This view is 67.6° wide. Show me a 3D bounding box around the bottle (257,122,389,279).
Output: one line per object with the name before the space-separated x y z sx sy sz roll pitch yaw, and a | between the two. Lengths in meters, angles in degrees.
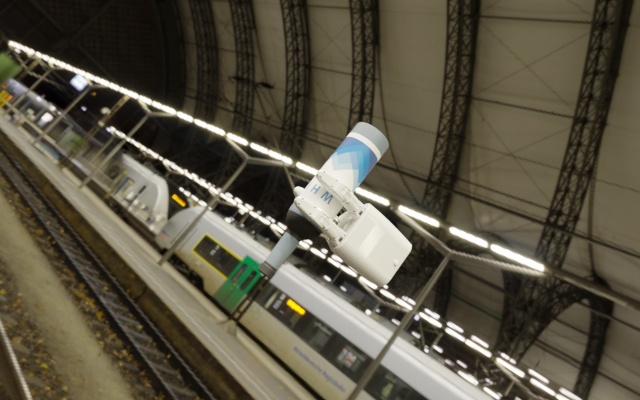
bottle | 0.000 0.002 0.778 0.069 0.295 0.069 36 -13 10
